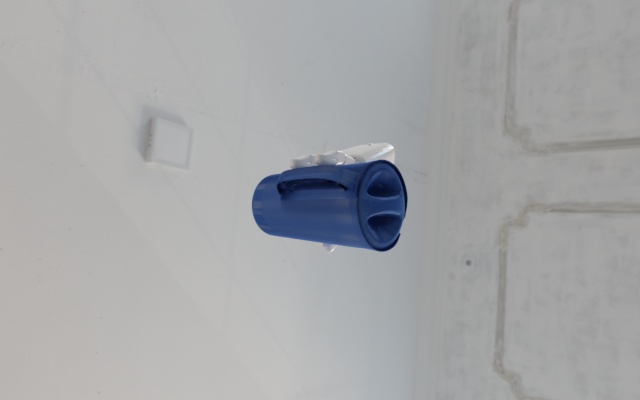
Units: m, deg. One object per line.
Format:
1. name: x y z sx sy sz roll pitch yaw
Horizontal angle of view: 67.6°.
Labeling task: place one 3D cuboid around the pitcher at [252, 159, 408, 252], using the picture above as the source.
1. pitcher: 0.000 0.002 0.755 0.243 0.149 0.145 0 20 40
